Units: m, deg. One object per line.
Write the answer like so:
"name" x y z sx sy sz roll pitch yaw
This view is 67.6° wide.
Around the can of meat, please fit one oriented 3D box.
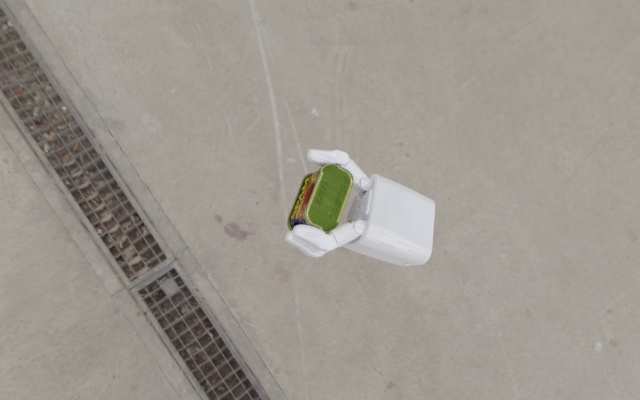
"can of meat" 0.000 0.002 0.689 0.057 0.102 0.084 24 -16 -14
